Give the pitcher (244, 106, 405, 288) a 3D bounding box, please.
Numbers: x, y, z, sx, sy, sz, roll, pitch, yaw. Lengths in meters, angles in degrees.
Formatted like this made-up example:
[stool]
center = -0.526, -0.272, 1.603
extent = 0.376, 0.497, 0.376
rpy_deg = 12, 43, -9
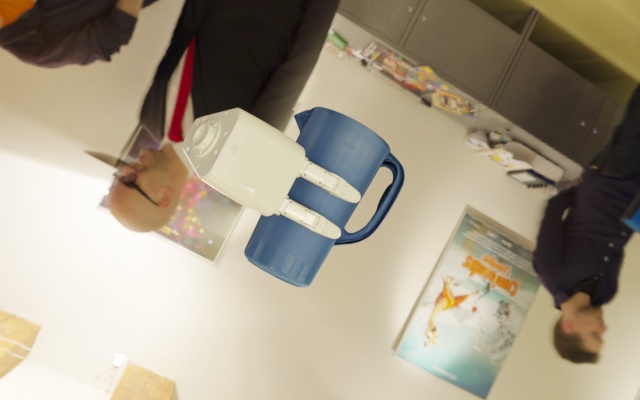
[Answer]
[pitcher]
center = 0.000, 0.002, 0.692
extent = 0.149, 0.243, 0.145
rpy_deg = 23, -6, 47
